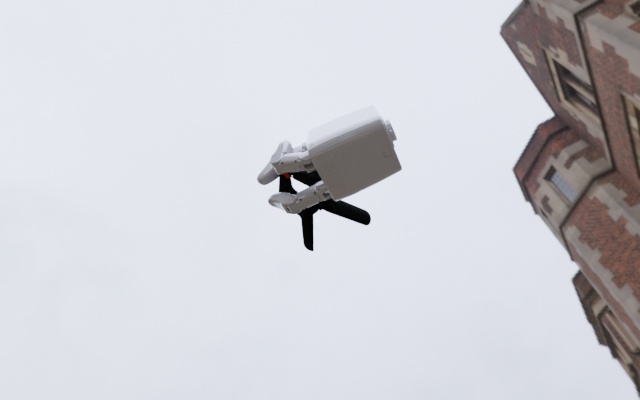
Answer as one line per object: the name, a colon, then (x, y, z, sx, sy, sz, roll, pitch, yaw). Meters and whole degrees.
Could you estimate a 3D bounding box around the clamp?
clamp: (0.000, 0.002, 0.733, 0.120, 0.172, 0.039, -23, 37, 9)
